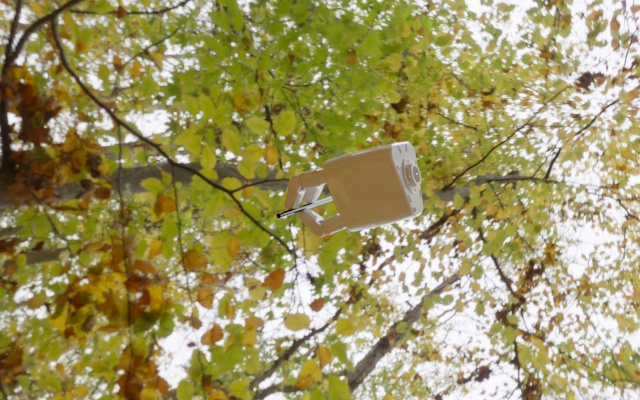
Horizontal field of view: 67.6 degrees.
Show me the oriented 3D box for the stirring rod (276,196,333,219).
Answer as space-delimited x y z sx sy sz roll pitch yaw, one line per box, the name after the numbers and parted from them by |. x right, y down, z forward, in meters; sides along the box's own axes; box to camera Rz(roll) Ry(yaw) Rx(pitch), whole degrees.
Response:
0.000 0.003 0.791 0.011 0.011 0.239 0 9 31 | stirring rod
